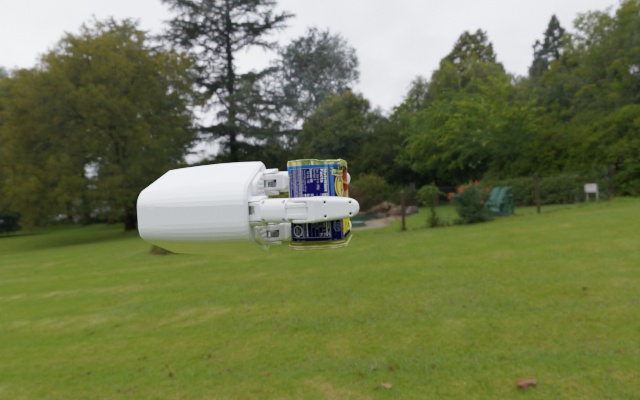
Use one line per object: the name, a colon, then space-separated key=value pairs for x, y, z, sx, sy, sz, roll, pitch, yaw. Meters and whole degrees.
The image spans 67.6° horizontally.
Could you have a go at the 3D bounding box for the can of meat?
can of meat: x=0.000 y=0.001 z=0.487 sx=0.057 sy=0.084 sz=0.102 roll=-3 pitch=2 yaw=8
